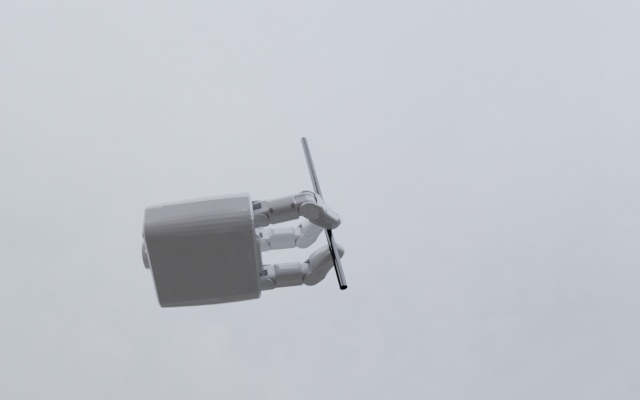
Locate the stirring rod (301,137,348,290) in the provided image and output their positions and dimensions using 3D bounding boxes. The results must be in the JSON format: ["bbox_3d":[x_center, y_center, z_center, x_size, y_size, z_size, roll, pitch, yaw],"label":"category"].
[{"bbox_3d":[0.000,0.002,0.544,0.011,0.011,0.239,0,43,-15],"label":"stirring rod"}]
